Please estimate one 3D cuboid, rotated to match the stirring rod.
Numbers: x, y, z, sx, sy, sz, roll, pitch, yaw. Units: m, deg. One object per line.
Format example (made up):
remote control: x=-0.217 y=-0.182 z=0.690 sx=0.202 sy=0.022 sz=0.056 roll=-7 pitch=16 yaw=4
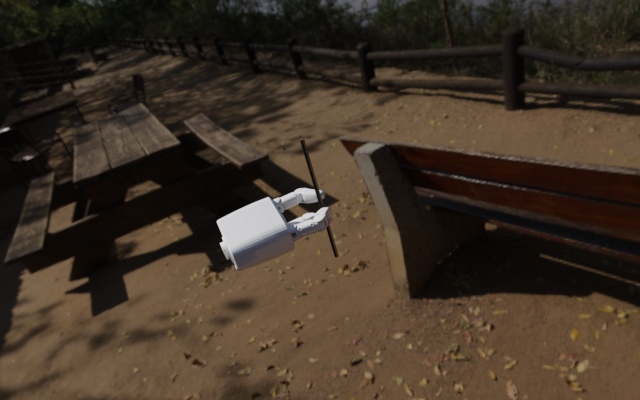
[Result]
stirring rod: x=0.000 y=0.003 z=0.863 sx=0.011 sy=0.240 sz=0.011 roll=-13 pitch=26 yaw=7
